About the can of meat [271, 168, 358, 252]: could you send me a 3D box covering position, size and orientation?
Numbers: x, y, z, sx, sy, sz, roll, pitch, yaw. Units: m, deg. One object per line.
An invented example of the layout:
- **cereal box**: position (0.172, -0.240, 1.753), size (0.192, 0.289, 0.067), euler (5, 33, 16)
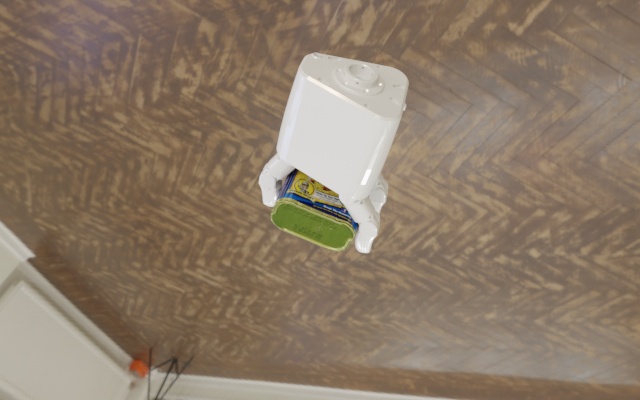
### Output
- **can of meat**: position (0.000, 0.002, 0.559), size (0.102, 0.084, 0.057), euler (22, -44, -3)
